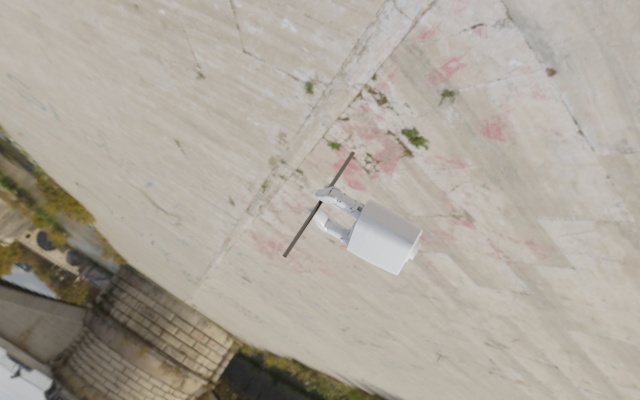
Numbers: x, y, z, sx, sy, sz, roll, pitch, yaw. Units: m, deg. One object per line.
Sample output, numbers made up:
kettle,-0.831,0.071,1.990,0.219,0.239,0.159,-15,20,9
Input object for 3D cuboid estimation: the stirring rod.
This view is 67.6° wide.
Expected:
stirring rod,0.000,0.003,0.864,0.011,0.239,0.011,29,-21,12
